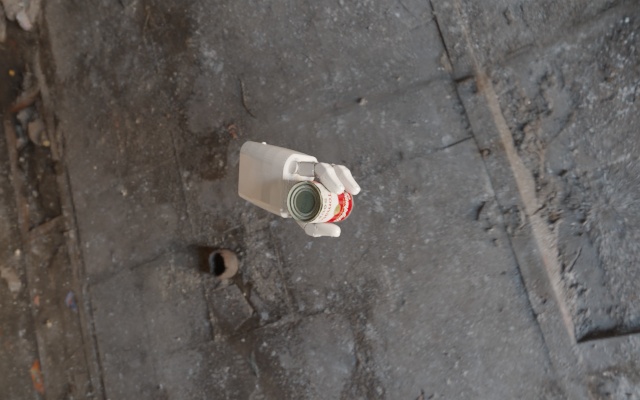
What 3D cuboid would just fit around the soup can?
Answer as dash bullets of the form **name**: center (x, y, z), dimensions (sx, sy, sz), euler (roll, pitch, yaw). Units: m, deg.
- **soup can**: center (0.000, 0.003, 0.776), dimensions (0.068, 0.068, 0.102), euler (0, -1, 31)
